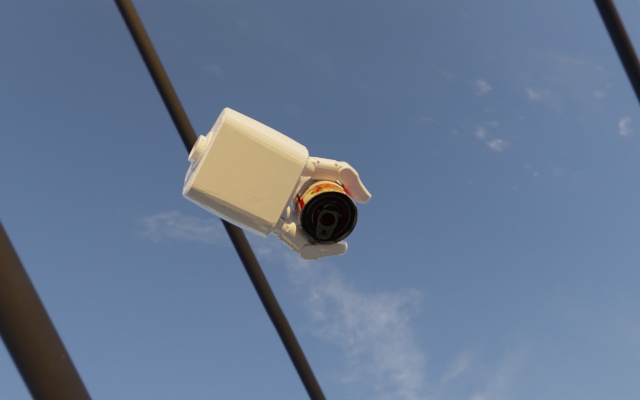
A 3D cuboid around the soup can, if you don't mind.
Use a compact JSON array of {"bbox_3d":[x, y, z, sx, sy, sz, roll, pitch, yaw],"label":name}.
[{"bbox_3d":[0.001,0.002,0.592,0.068,0.068,0.102,0,22,-12],"label":"soup can"}]
